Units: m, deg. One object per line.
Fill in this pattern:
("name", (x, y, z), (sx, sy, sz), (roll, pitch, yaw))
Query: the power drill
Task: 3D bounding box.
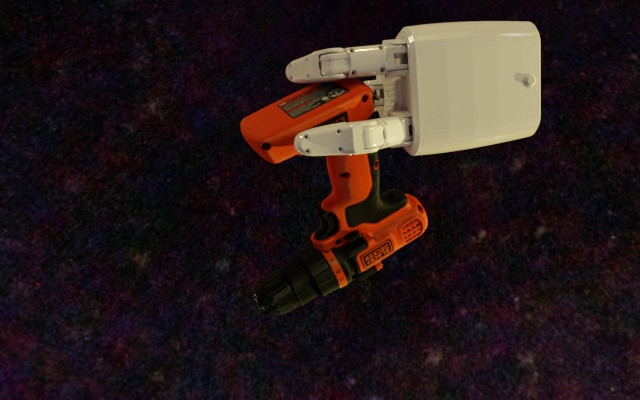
("power drill", (0.000, 0.001, 0.418), (0.184, 0.188, 0.057), (-30, 38, -13))
